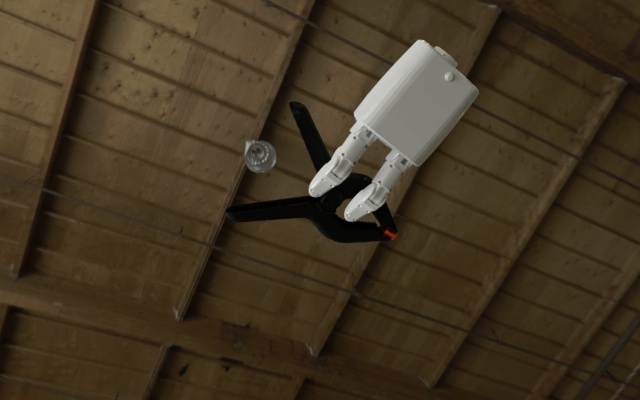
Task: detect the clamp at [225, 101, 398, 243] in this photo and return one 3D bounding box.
[{"bbox_3d":[0.001,0.002,0.588,0.210,0.164,0.036,35,18,-20],"label":"clamp"}]
